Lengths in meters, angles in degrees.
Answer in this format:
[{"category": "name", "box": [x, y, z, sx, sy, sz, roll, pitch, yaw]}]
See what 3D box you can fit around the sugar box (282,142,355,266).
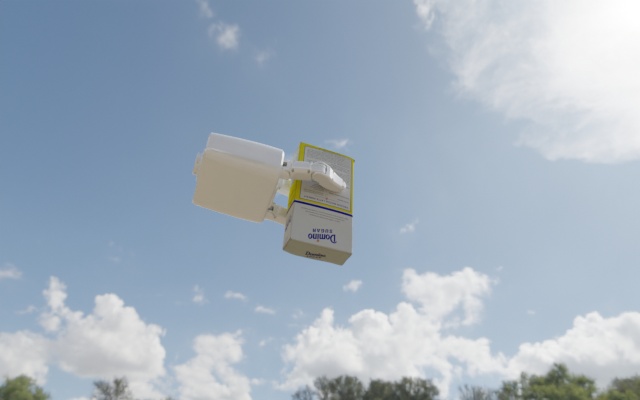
[{"category": "sugar box", "box": [0.000, 0.002, 0.702, 0.093, 0.176, 0.048, 16, -35, -14]}]
